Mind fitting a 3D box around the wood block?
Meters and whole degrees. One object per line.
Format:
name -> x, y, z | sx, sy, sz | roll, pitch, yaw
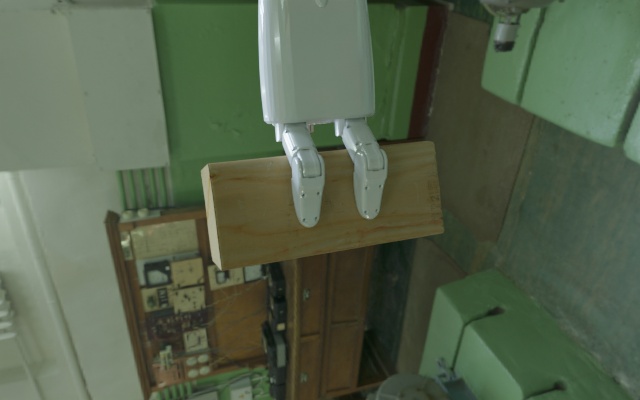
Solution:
wood block -> 0.000, 0.001, 0.452 | 0.206, 0.090, 0.091 | -7, 2, -18
